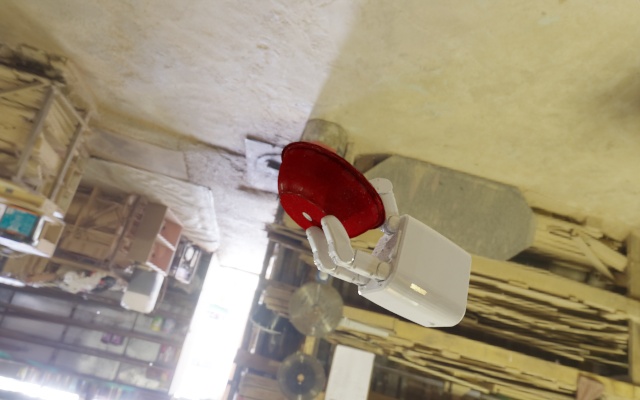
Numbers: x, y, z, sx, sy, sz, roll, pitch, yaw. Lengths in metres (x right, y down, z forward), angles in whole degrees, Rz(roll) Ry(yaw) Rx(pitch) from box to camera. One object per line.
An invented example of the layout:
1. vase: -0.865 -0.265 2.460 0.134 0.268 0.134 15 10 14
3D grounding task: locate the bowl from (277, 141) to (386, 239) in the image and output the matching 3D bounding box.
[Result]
1. bowl: -0.001 0.002 0.608 0.162 0.055 0.162 31 -25 16
